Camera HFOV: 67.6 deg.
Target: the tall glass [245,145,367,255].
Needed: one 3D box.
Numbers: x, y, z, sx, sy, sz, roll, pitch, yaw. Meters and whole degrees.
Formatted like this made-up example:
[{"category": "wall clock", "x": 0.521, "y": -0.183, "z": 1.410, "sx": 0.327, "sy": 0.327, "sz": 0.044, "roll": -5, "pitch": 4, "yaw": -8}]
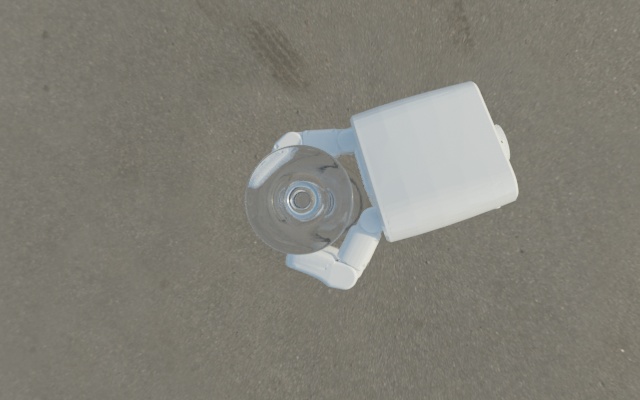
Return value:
[{"category": "tall glass", "x": 0.000, "y": 0.001, "z": 0.417, "sx": 0.079, "sy": 0.079, "sz": 0.201, "roll": 0, "pitch": -1, "yaw": 8}]
